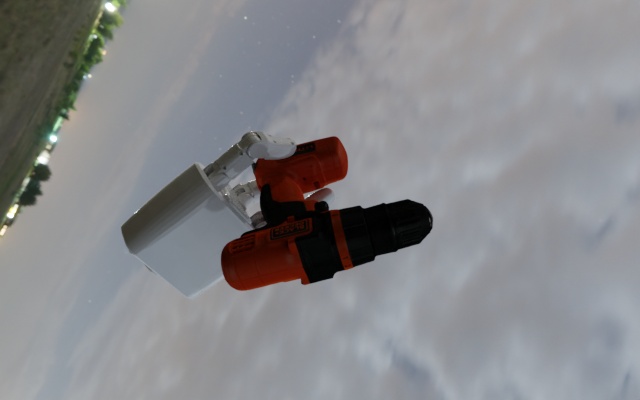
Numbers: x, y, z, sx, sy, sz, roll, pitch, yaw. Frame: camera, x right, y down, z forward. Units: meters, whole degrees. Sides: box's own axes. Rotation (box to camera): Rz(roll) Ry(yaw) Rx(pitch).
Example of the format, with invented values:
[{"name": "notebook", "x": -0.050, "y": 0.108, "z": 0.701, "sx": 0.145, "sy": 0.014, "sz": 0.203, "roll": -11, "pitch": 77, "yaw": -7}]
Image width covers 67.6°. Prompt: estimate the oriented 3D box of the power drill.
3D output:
[{"name": "power drill", "x": 0.000, "y": 0.001, "z": 0.467, "sx": 0.184, "sy": 0.057, "sz": 0.187, "roll": -13, "pitch": 30, "yaw": 3}]
